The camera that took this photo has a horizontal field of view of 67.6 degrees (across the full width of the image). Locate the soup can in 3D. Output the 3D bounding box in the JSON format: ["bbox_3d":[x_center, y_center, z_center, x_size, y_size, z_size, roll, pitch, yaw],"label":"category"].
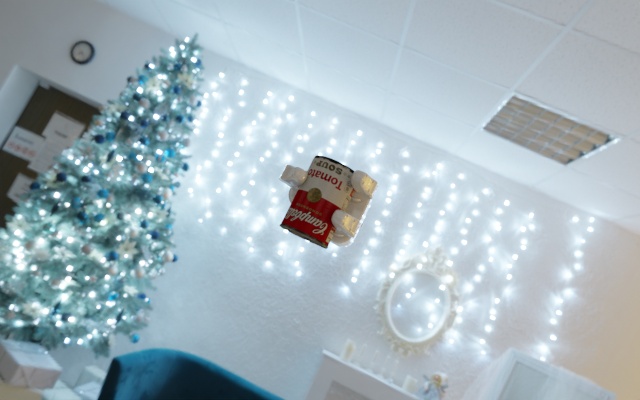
[{"bbox_3d":[0.000,0.002,0.612,0.068,0.102,0.068,26,-8,4],"label":"soup can"}]
